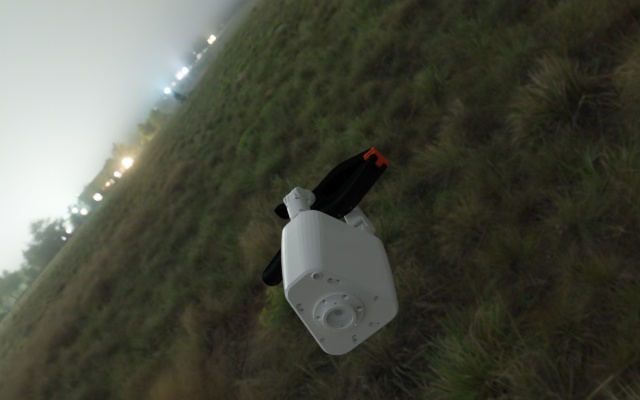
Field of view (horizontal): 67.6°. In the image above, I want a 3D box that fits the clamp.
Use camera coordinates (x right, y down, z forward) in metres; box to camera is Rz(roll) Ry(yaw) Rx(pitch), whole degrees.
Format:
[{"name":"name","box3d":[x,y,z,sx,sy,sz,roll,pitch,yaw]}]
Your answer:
[{"name":"clamp","box3d":[0.000,0.001,0.634,0.036,0.210,0.164,40,19,-23]}]
